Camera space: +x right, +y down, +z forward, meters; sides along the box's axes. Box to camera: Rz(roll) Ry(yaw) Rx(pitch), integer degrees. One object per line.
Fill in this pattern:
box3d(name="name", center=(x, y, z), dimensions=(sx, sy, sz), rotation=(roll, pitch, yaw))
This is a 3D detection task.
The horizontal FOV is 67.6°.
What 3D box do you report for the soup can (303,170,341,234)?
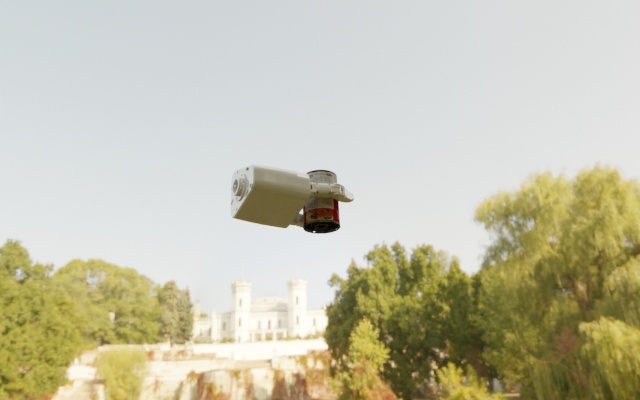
box3d(name="soup can", center=(0.001, 0.003, 0.878), dimensions=(0.068, 0.102, 0.068), rotation=(-2, -23, -1))
